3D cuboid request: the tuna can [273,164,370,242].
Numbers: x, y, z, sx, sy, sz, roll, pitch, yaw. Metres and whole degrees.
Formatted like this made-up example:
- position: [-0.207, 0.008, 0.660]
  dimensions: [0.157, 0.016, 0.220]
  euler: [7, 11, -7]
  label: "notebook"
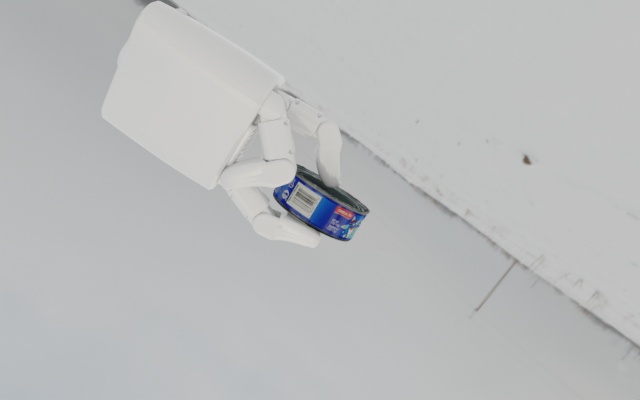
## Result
- position: [0.000, 0.002, 0.437]
  dimensions: [0.086, 0.034, 0.086]
  euler: [31, 9, -5]
  label: "tuna can"
